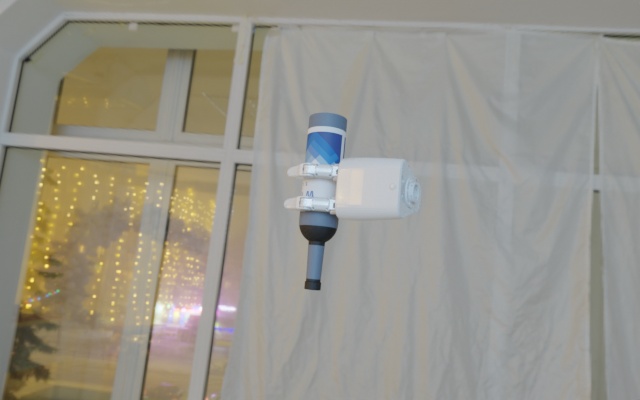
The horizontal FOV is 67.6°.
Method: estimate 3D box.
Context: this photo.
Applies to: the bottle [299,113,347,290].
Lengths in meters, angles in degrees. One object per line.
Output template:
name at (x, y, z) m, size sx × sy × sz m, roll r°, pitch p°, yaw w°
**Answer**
bottle at (0.000, 0.002, 0.811) m, size 0.069 × 0.295 × 0.069 m, roll 5°, pitch -8°, yaw 1°
